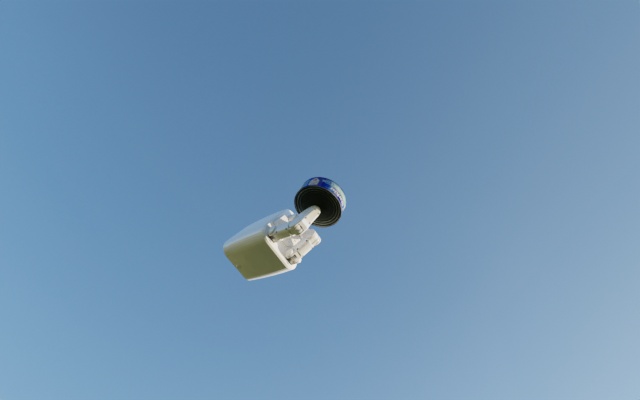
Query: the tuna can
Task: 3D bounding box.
[{"bbox_3d":[0.000,0.002,0.823,0.086,0.086,0.033,0,34,23],"label":"tuna can"}]
